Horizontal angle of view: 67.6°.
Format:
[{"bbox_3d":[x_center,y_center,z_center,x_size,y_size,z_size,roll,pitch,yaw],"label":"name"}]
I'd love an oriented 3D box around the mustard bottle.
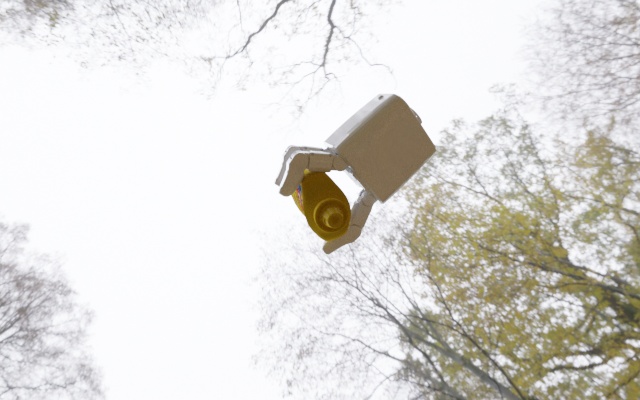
[{"bbox_3d":[0.000,0.002,0.633,0.058,0.096,0.191,-20,16,-6],"label":"mustard bottle"}]
